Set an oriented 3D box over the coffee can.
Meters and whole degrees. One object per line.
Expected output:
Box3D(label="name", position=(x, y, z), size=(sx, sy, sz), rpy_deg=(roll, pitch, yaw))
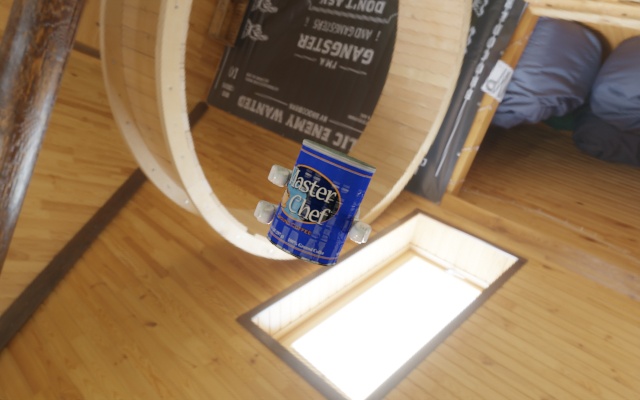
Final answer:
Box3D(label="coffee can", position=(0.000, 0.002, 0.636), size=(0.103, 0.140, 0.103), rpy_deg=(22, 8, -3))
